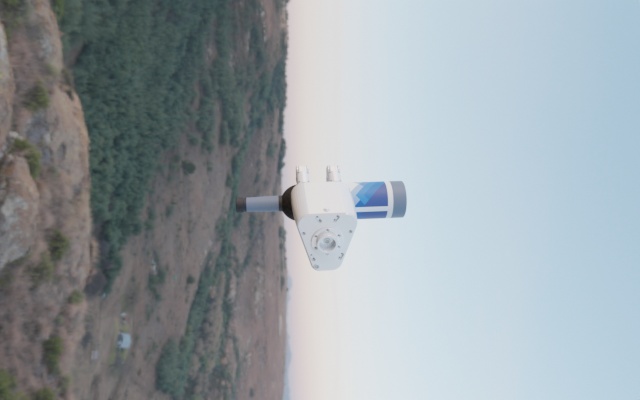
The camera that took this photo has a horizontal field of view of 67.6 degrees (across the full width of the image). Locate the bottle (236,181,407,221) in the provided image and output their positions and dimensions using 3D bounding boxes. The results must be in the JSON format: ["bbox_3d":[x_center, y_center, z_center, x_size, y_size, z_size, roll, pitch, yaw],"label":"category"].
[{"bbox_3d":[0.000,0.003,0.845,0.296,0.069,0.069,-2,0,-5],"label":"bottle"}]
